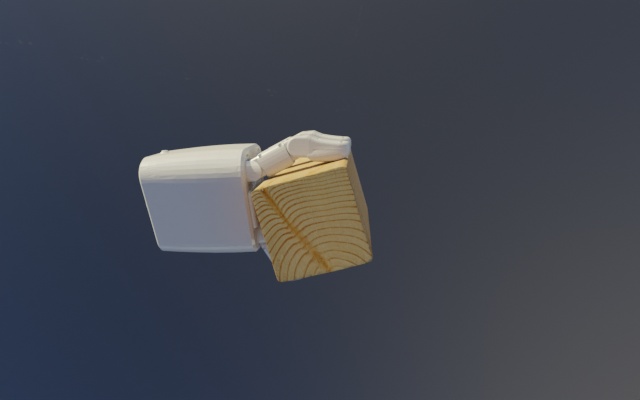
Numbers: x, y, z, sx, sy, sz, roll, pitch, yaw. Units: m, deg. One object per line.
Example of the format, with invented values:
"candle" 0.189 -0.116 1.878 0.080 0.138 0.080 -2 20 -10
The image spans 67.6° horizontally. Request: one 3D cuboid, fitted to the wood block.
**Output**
"wood block" 0.000 0.002 0.517 0.090 0.091 0.206 -14 11 7
